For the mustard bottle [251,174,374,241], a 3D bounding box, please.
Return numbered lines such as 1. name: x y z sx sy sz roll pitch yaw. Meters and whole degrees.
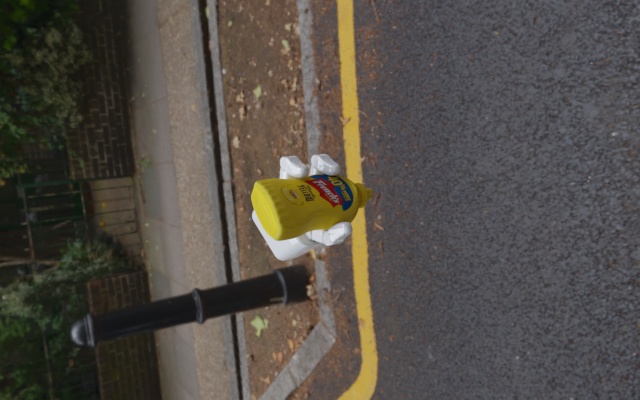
1. mustard bottle: 0.000 0.002 0.718 0.191 0.058 0.096 -9 48 -32
